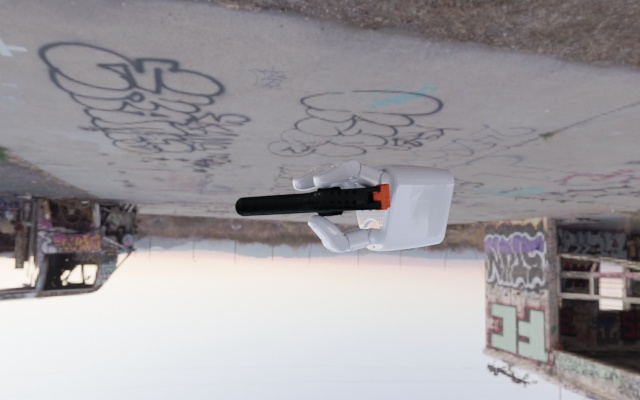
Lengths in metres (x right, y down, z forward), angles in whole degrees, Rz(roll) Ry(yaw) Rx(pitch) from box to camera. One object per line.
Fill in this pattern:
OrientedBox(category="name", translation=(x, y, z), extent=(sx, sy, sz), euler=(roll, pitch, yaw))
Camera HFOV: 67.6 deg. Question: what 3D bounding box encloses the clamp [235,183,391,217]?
OrientedBox(category="clamp", translation=(0.001, 0.003, 0.589), extent=(0.164, 0.036, 0.210), euler=(-4, 0, -30))
